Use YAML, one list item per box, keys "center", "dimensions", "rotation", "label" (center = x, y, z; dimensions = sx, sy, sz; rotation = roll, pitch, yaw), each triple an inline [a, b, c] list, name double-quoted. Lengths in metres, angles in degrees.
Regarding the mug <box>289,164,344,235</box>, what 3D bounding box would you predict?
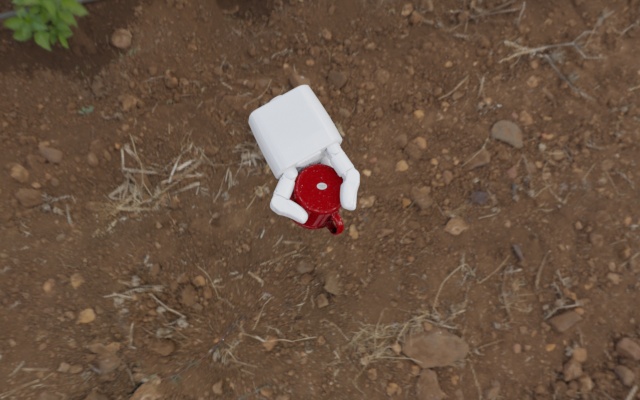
- center: [0.001, 0.004, 0.754]
  dimensions: [0.093, 0.117, 0.081]
  rotation: [-27, -10, -17]
  label: "mug"
